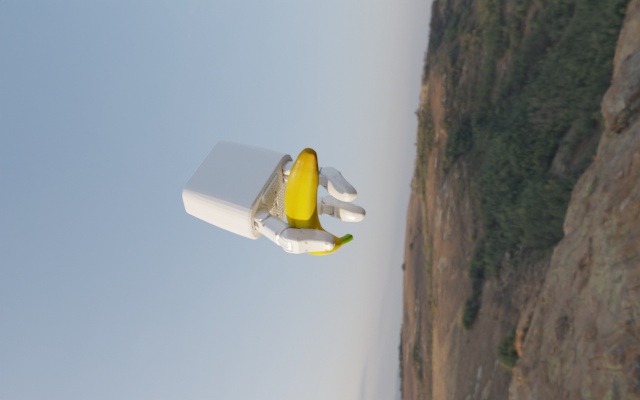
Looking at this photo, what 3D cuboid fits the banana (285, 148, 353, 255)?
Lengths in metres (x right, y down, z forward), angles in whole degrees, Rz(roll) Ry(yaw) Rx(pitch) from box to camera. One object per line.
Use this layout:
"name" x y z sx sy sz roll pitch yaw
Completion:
"banana" -0.010 0.017 0.576 0.037 0.069 0.198 29 -21 30
